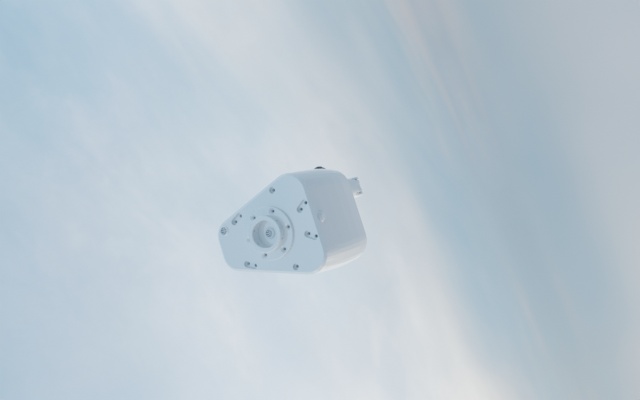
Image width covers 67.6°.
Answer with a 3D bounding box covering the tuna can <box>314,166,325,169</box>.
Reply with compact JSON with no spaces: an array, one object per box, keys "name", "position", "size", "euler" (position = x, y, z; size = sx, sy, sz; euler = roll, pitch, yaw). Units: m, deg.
[{"name":"tuna can","position":[0.000,0.002,0.608],"size":[0.034,0.086,0.086],"euler":[-23,-10,25]}]
